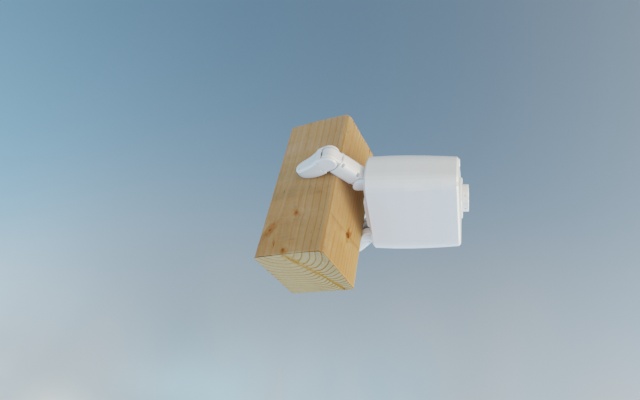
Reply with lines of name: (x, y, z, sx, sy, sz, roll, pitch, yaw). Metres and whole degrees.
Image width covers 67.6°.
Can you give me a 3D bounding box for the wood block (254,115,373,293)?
wood block: (0.000, 0.002, 0.606, 0.090, 0.206, 0.091, -9, -40, 28)
